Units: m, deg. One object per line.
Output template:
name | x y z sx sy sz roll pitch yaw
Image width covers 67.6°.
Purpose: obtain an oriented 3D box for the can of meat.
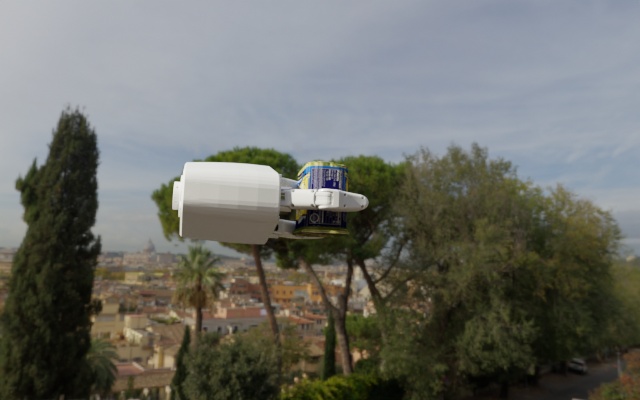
can of meat | 0.000 0.002 0.596 0.057 0.084 0.102 4 -7 -12
